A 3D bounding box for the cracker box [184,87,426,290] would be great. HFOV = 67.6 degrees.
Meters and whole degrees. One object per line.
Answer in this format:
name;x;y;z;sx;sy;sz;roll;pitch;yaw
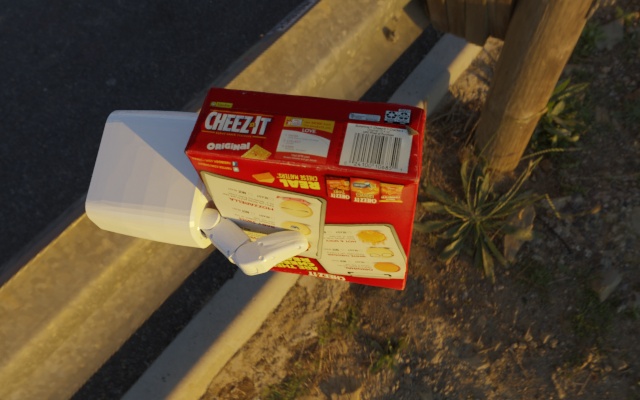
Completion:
cracker box;0.000;0.001;0.419;0.164;0.072;0.214;7;-28;11
